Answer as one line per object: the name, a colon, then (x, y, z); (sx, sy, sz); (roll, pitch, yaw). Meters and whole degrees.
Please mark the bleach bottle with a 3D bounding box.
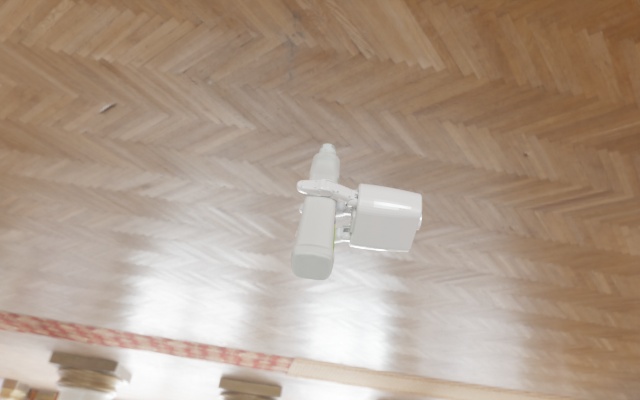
bleach bottle: (0.000, 0.003, 0.817); (0.068, 0.250, 0.103); (7, -32, 1)
